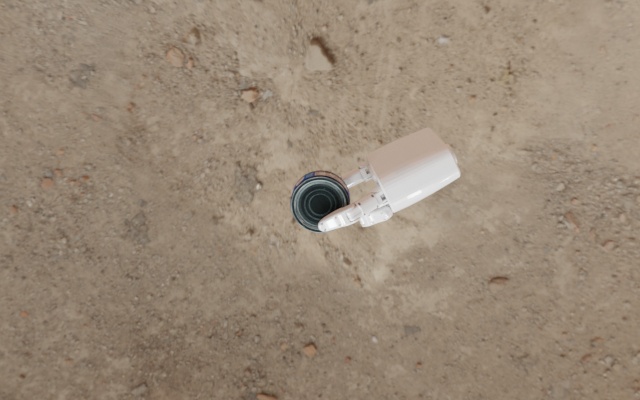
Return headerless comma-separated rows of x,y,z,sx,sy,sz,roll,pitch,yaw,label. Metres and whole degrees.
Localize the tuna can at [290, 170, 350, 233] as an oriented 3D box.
0.000,0.002,0.681,0.086,0.086,0.033,0,17,2,tuna can
